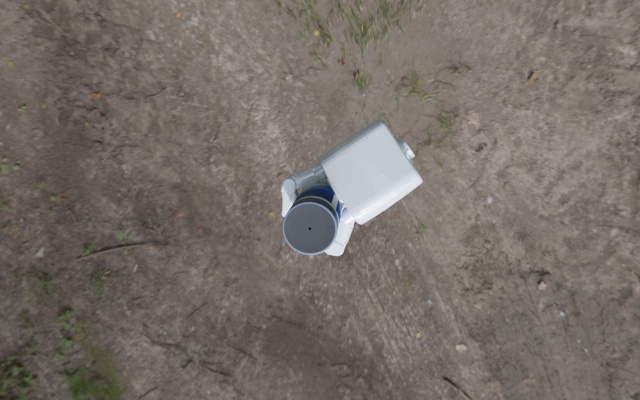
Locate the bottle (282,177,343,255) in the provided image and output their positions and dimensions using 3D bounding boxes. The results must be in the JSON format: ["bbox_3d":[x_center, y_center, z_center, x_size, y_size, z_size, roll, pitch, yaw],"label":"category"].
[{"bbox_3d":[0.000,0.002,0.711,0.069,0.069,0.295,0,12,5],"label":"bottle"}]
